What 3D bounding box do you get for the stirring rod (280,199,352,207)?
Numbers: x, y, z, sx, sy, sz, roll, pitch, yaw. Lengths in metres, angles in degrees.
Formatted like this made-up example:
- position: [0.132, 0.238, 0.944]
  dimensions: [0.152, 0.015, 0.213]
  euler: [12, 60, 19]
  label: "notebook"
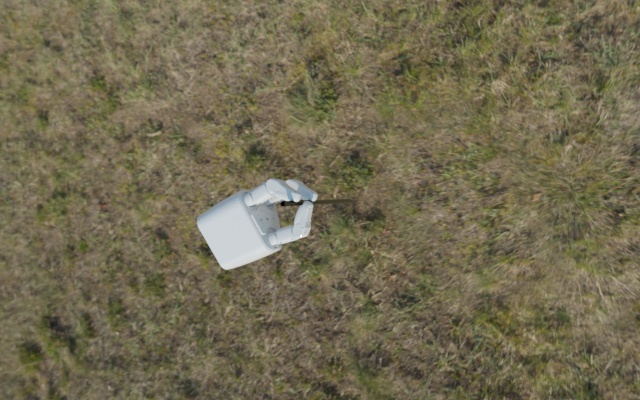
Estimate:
- position: [0.000, 0.003, 0.812]
  dimensions: [0.011, 0.011, 0.239]
  euler: [0, 1, 28]
  label: "stirring rod"
